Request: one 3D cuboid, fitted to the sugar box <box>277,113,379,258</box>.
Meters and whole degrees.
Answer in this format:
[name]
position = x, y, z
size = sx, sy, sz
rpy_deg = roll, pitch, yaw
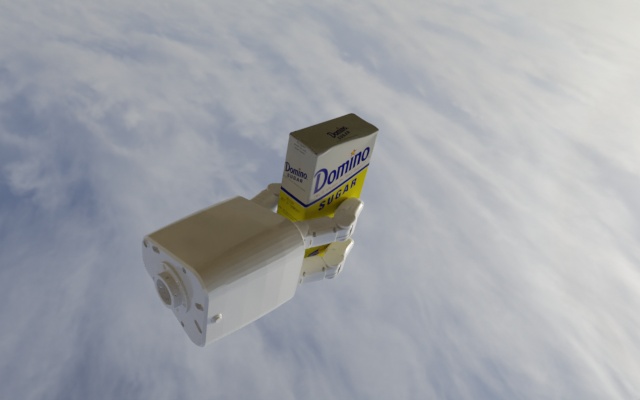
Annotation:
[sugar box]
position = 0.000, 0.002, 0.509
size = 0.093, 0.176, 0.048
rpy_deg = -26, 53, -40
